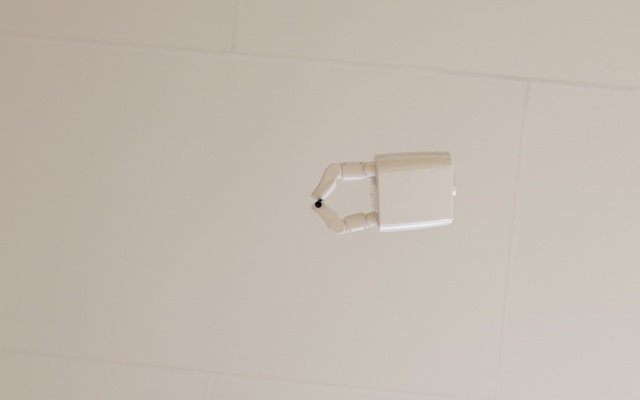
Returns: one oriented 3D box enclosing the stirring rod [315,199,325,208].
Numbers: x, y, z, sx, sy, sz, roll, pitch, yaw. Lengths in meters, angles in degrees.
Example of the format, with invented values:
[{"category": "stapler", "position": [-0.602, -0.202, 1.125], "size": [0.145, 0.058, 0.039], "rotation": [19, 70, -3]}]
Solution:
[{"category": "stirring rod", "position": [0.000, 0.002, 0.650], "size": [0.011, 0.011, 0.239], "rotation": [0, 1, 1]}]
